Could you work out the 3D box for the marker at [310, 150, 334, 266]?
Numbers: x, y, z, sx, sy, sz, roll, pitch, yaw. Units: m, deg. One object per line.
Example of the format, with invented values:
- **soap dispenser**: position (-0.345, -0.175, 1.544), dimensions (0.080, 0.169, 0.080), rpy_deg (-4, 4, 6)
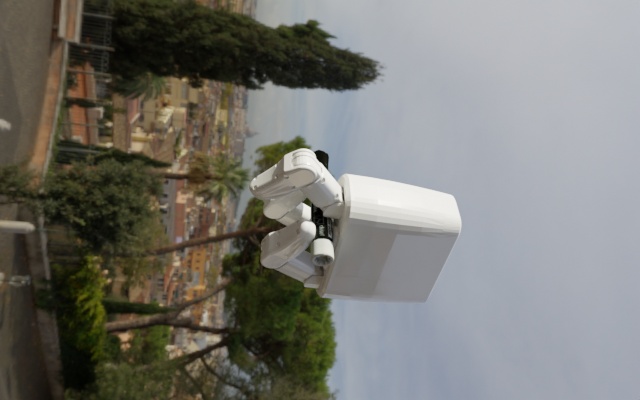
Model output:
- **marker**: position (0.000, 0.001, 0.419), dimensions (0.020, 0.121, 0.020), rpy_deg (-1, -39, -1)
